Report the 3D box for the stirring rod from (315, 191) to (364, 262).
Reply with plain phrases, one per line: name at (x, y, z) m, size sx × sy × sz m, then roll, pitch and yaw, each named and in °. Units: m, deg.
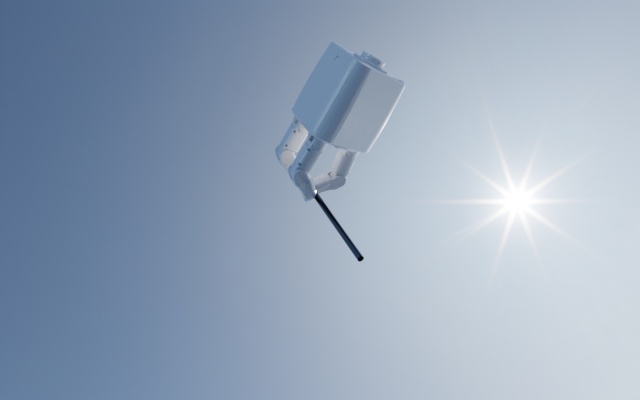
stirring rod at (0.000, 0.002, 0.633) m, size 0.011 × 0.011 × 0.239 m, roll 0°, pitch 32°, yaw -27°
